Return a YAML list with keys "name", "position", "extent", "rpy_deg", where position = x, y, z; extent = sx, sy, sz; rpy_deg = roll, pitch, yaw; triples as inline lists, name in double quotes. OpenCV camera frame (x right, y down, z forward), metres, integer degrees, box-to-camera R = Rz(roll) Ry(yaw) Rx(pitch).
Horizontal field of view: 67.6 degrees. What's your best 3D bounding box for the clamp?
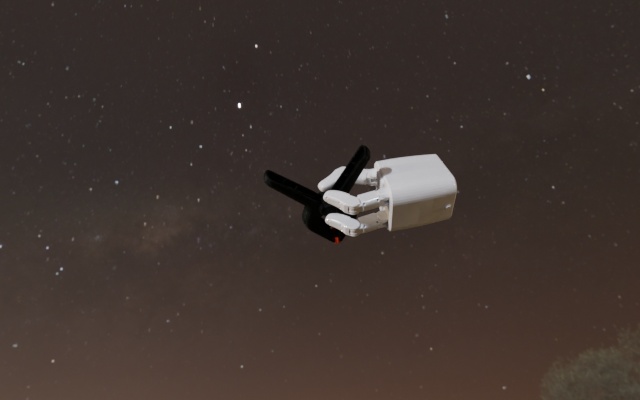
- name: "clamp"
  position: [0.000, 0.002, 0.784]
  extent: [0.164, 0.036, 0.210]
  rpy_deg: [-9, -41, -3]
